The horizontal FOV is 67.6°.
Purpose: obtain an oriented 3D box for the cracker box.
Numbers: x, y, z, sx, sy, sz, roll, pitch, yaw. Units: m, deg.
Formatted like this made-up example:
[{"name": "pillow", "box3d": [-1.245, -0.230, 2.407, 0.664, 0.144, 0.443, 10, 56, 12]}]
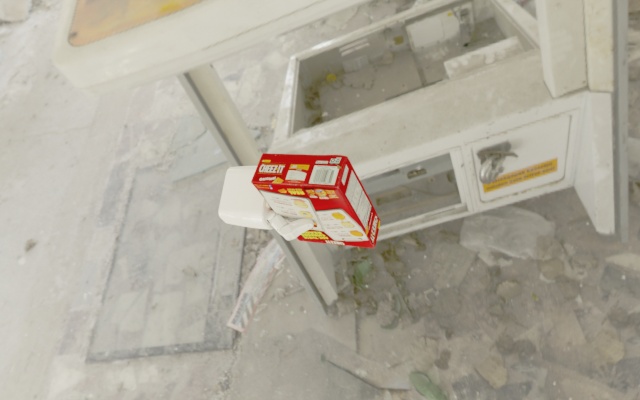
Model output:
[{"name": "cracker box", "box3d": [0.000, 0.003, 0.855, 0.164, 0.072, 0.214, 4, -29, 26]}]
